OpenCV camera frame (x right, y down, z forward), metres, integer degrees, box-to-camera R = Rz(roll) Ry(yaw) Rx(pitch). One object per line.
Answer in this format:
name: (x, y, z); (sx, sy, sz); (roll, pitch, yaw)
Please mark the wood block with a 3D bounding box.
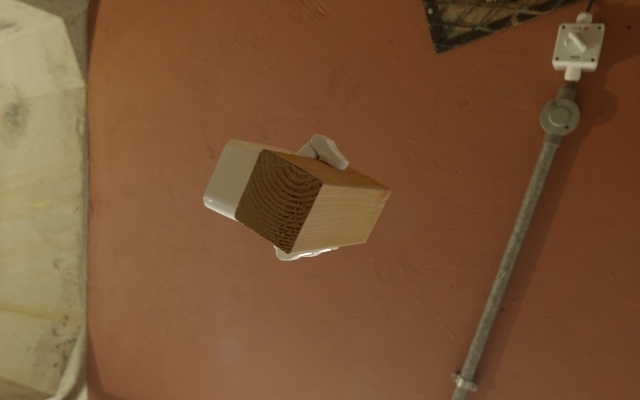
wood block: (0.000, 0.002, 0.610); (0.090, 0.091, 0.206); (30, 13, 25)
